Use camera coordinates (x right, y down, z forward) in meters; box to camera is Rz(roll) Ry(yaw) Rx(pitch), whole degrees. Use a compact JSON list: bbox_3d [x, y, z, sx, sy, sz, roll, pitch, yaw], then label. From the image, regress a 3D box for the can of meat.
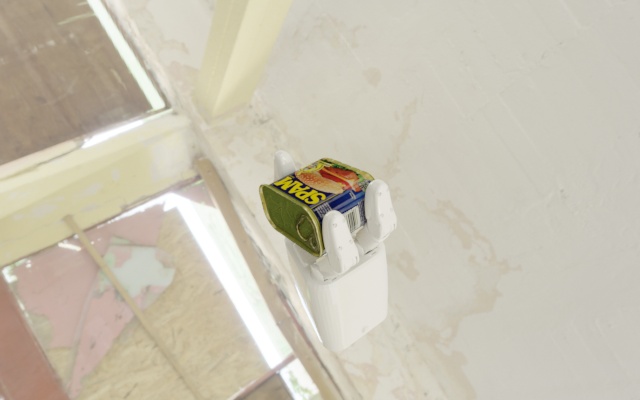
[{"bbox_3d":[0.000,0.001,0.491,0.084,0.057,0.102,-29,34,-27],"label":"can of meat"}]
